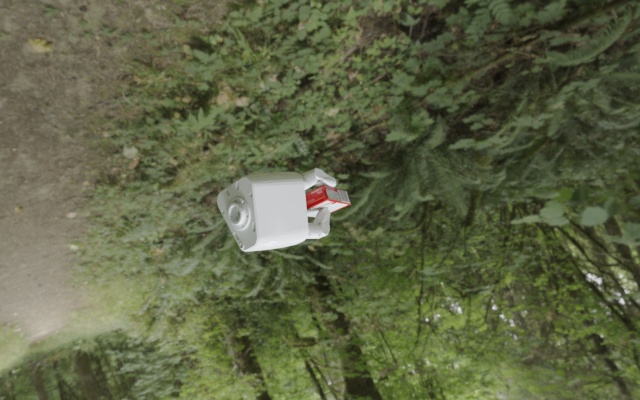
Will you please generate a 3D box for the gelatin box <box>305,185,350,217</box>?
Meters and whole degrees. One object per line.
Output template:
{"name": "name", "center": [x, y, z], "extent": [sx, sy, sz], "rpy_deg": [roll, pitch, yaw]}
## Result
{"name": "gelatin box", "center": [0.000, 0.003, 0.849], "extent": [0.073, 0.030, 0.089], "rpy_deg": [-24, -16, 26]}
